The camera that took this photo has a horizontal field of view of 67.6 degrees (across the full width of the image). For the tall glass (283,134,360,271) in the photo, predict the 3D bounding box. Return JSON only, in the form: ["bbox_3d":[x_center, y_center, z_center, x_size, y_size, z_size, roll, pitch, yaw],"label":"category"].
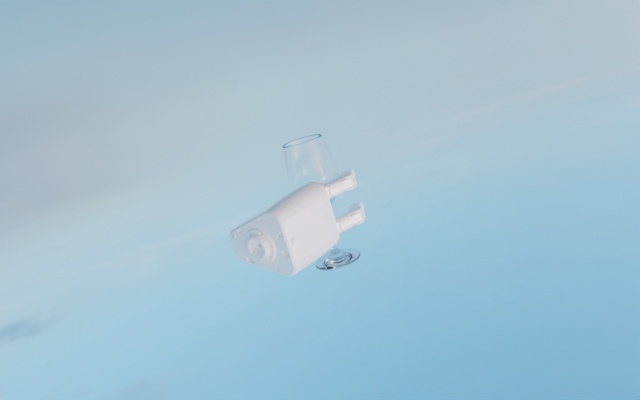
[{"bbox_3d":[0.000,0.003,0.738,0.079,0.201,0.079,-16,14,4],"label":"tall glass"}]
